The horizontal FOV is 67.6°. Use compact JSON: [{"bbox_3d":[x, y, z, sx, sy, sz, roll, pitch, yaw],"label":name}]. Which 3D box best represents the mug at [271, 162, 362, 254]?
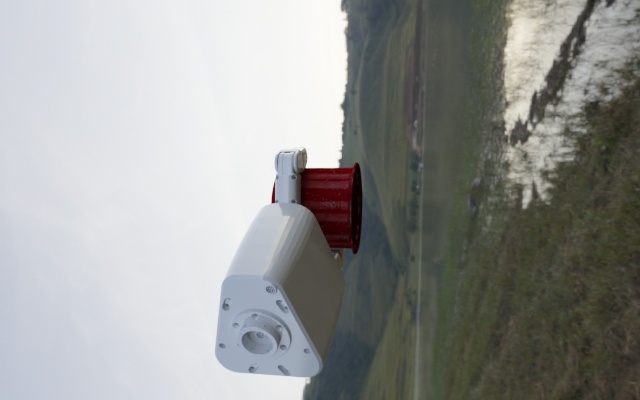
[{"bbox_3d":[0.000,0.001,0.502,0.081,0.093,0.117,1,27,11],"label":"mug"}]
